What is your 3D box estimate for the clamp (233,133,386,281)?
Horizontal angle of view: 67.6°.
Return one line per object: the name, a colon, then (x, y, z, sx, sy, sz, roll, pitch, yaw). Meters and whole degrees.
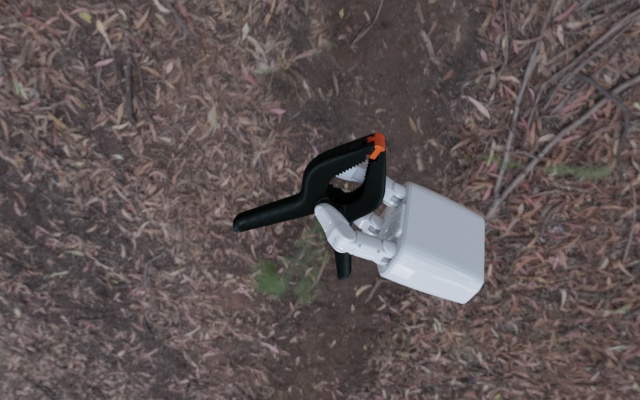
clamp: (0.000, 0.002, 0.548, 0.164, 0.210, 0.036, 21, 38, -12)
